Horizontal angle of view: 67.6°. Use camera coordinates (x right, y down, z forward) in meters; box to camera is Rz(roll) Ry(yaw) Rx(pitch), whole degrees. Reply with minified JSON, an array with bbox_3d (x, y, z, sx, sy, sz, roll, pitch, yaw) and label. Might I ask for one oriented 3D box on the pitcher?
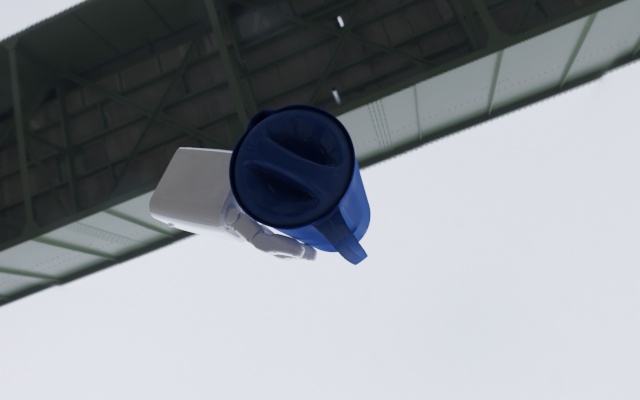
[{"bbox_3d":[0.000,0.002,0.585,0.145,0.149,0.243,7,-14,15],"label":"pitcher"}]
